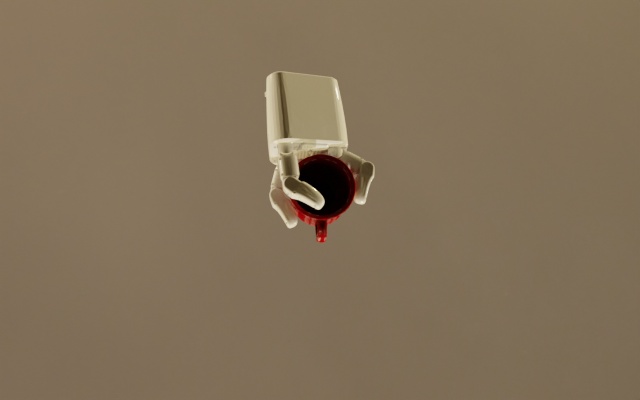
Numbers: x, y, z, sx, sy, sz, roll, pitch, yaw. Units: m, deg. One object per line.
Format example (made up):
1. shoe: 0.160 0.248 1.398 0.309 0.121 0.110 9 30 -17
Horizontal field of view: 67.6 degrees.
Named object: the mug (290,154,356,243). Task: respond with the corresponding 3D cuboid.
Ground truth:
1. mug: 0.000 0.004 0.682 0.093 0.117 0.081 -3 -14 -5
